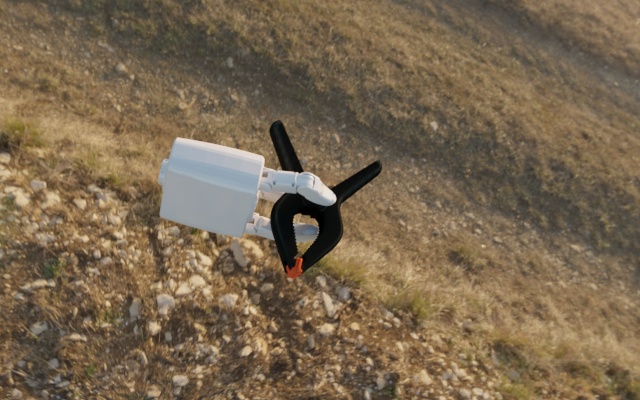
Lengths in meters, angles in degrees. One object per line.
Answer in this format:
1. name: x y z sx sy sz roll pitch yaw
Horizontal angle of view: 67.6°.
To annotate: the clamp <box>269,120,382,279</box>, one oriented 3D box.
1. clamp: 0.000 0.002 0.618 0.164 0.209 0.036 14 -29 -13
